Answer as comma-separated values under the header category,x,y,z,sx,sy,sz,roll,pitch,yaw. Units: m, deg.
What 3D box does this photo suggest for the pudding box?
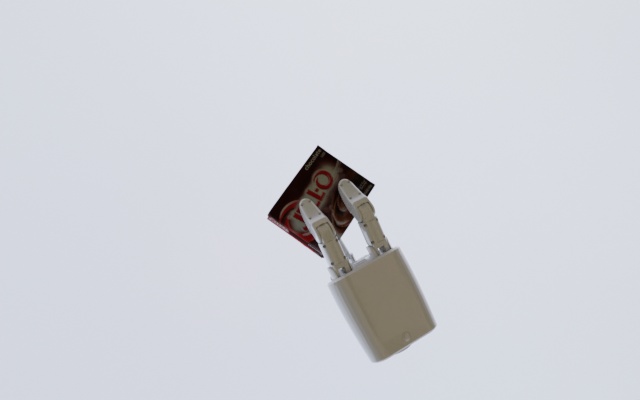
category,x,y,z,sx,sy,sz,roll,pitch,yaw
pudding box,0.000,0.002,0.601,0.090,0.113,0.039,35,-17,-1
